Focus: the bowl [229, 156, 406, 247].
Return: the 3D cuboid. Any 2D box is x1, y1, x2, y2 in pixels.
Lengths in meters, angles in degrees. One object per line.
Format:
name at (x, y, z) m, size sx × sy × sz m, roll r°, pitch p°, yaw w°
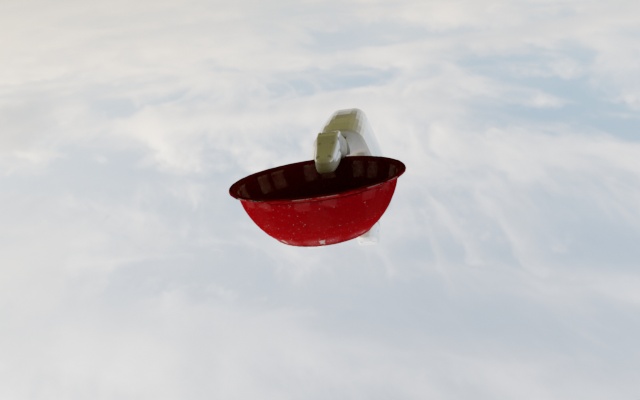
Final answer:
bowl at (0.000, 0.002, 0.441) m, size 0.162 × 0.055 × 0.162 m, roll -7°, pitch 15°, yaw 2°
